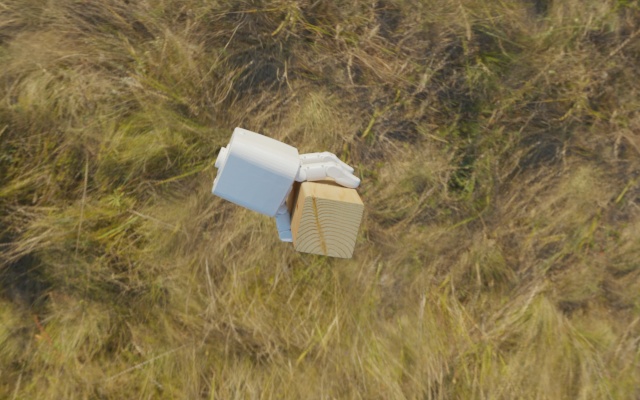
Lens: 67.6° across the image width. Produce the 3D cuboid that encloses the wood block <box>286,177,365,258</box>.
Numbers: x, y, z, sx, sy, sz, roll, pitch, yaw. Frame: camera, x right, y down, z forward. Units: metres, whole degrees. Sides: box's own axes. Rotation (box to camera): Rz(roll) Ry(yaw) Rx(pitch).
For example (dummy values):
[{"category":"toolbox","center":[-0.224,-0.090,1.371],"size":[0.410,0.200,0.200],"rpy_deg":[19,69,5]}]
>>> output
[{"category":"wood block","center":[0.000,0.003,0.784],"size":[0.090,0.091,0.206],"rpy_deg":[9,20,-11]}]
